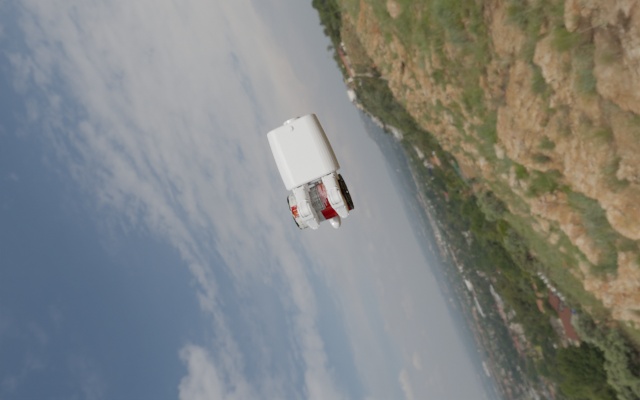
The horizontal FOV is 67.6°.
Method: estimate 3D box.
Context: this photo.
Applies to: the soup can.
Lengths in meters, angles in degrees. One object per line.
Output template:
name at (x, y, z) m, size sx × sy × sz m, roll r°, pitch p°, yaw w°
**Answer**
soup can at (0.000, 0.003, 0.845) m, size 0.102 × 0.068 × 0.068 m, roll -22°, pitch -4°, yaw 9°
